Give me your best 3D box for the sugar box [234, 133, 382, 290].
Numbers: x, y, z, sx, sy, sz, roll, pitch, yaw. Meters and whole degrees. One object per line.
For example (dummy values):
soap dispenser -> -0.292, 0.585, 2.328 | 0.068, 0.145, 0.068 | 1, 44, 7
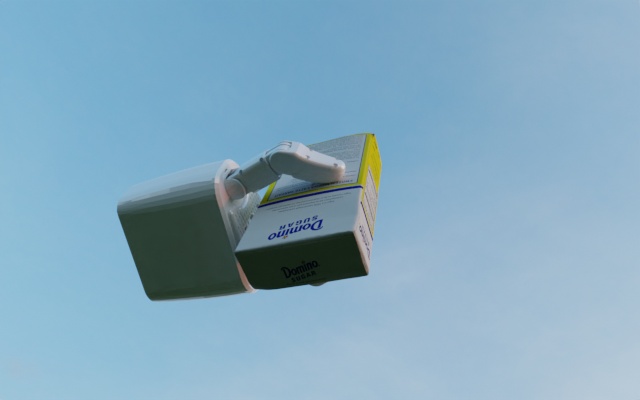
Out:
sugar box -> 0.000, 0.002, 0.408 | 0.093, 0.048, 0.176 | -11, 30, 17
